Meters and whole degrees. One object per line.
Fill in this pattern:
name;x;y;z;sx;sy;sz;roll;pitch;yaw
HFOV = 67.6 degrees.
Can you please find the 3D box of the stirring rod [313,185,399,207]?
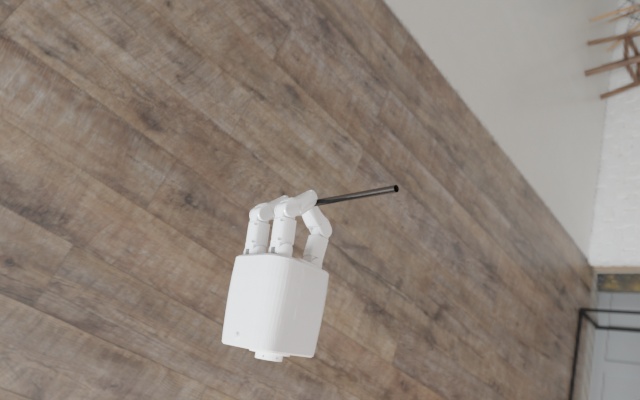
stirring rod;0.000;0.002;0.586;0.011;0.011;0.239;0;-7;-41
